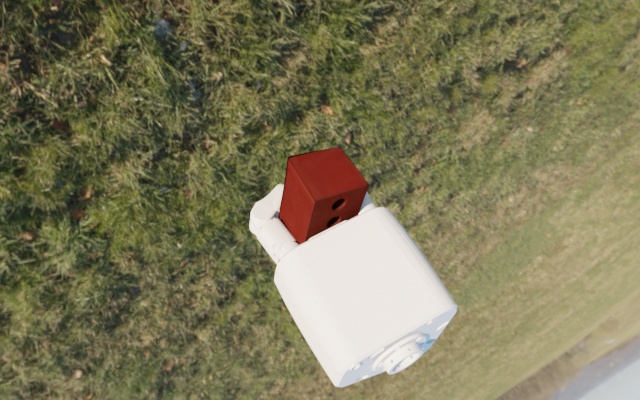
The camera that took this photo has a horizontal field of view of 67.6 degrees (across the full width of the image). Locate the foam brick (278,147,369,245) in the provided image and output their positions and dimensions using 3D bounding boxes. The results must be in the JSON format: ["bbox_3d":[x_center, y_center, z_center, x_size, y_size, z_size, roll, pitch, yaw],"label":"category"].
[{"bbox_3d":[0.000,0.001,0.416,0.053,0.051,0.078,-16,-37,-25],"label":"foam brick"}]
